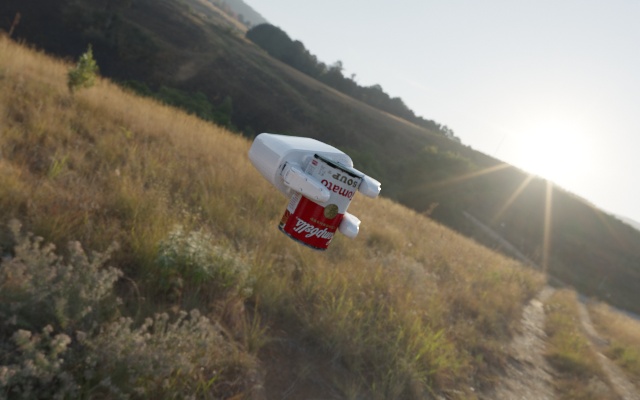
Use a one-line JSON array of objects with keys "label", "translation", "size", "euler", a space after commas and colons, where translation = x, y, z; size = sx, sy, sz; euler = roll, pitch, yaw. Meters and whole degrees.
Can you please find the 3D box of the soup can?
[{"label": "soup can", "translation": [0.000, 0.002, 0.586], "size": [0.068, 0.102, 0.068], "euler": [26, 8, -4]}]
